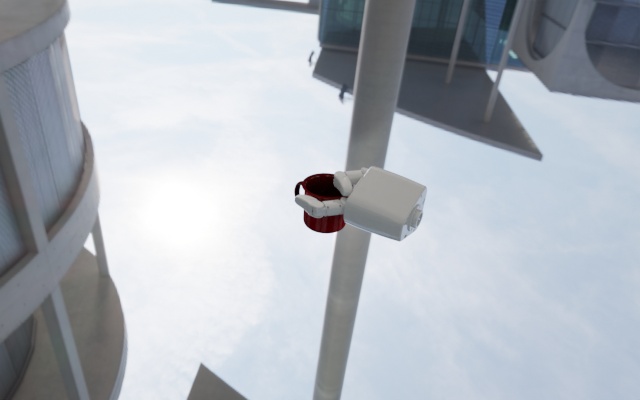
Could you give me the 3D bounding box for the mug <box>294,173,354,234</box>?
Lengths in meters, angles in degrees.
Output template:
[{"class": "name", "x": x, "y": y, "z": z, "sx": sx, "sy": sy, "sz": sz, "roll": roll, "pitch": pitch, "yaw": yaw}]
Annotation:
[{"class": "mug", "x": -0.001, "y": 0.003, "z": 0.878, "sx": 0.117, "sy": 0.081, "sz": 0.093, "roll": 21, "pitch": 35, "yaw": 25}]
